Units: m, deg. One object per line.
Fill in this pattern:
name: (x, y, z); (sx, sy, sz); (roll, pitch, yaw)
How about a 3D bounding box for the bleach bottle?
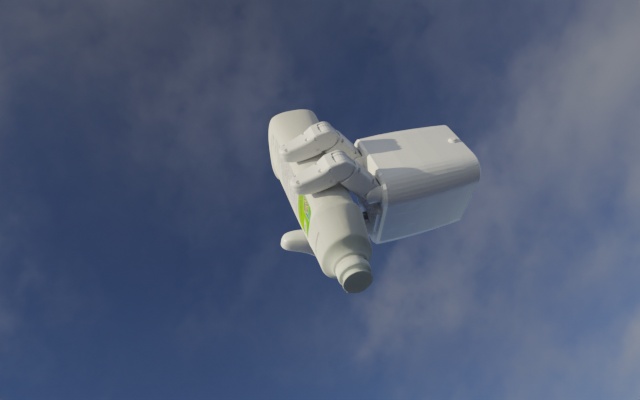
bleach bottle: (0.000, 0.002, 0.513); (0.068, 0.103, 0.250); (-13, 41, -9)
